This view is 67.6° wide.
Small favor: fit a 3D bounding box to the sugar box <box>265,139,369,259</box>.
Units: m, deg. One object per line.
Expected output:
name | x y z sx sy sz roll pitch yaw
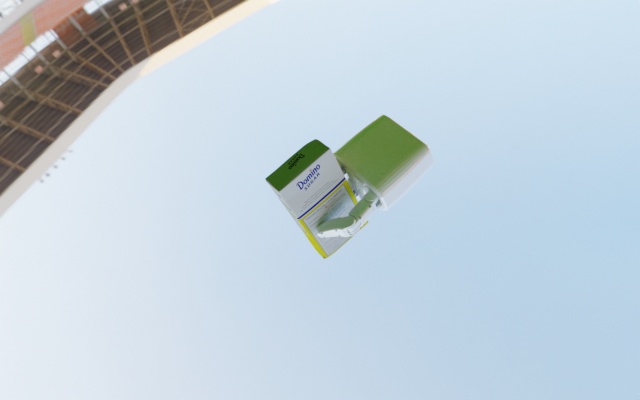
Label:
sugar box | 0.000 0.002 0.695 0.048 0.093 0.176 40 -14 45
